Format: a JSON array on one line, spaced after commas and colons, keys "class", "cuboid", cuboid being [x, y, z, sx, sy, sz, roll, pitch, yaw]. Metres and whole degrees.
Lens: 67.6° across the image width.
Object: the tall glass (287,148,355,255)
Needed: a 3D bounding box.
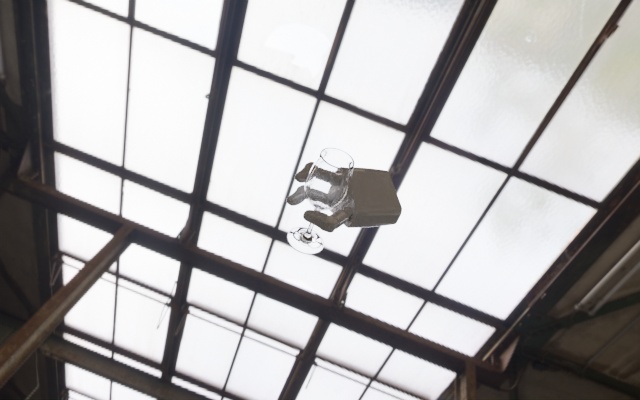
[{"class": "tall glass", "cuboid": [0.000, 0.003, 0.870, 0.079, 0.201, 0.079, 13, 37, -10]}]
